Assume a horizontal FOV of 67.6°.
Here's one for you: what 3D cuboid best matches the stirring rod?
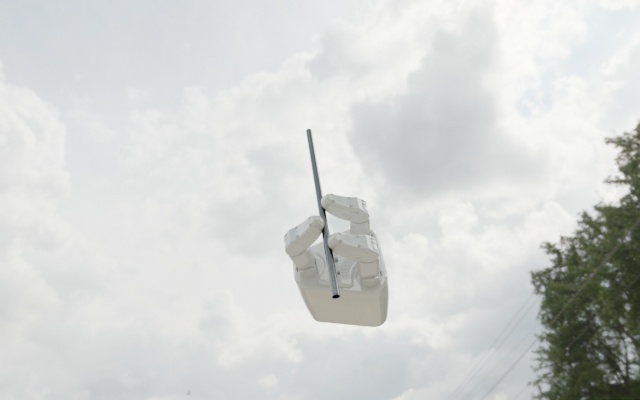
[{"bbox_3d":[0.000,0.002,0.538,0.011,0.239,0.011,-6,-40,-5],"label":"stirring rod"}]
